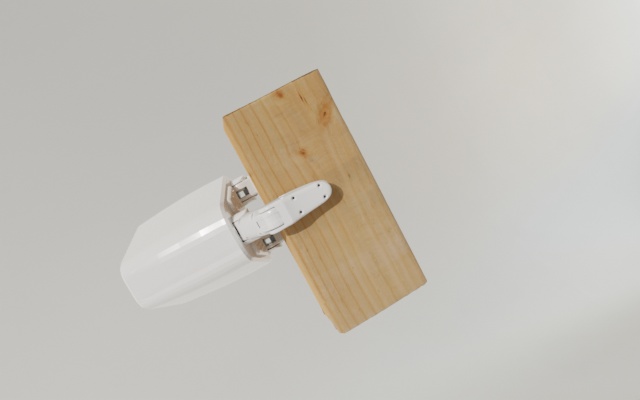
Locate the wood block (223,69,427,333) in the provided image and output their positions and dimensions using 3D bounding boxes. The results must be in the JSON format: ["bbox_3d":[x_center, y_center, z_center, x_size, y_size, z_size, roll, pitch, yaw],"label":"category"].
[{"bbox_3d":[0.000,0.002,0.438,0.090,0.206,0.091,-29,7,-9],"label":"wood block"}]
